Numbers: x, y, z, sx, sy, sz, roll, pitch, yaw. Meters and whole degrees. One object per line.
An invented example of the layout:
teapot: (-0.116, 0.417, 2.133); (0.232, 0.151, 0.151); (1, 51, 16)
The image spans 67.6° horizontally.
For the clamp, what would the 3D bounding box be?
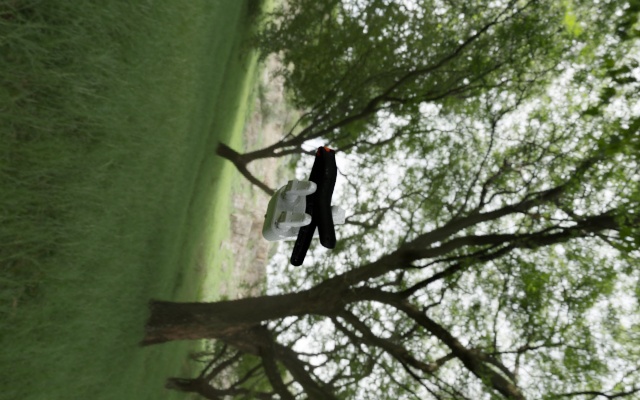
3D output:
clamp: (0.001, 0.002, 0.795); (0.036, 0.210, 0.164); (16, -16, -18)
